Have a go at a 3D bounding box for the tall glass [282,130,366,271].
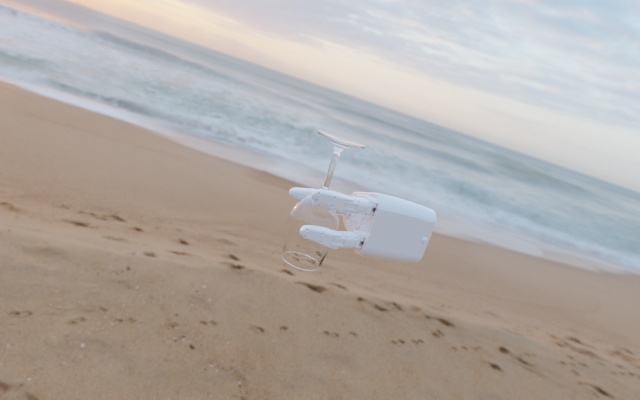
[{"bbox_3d":[0.000,0.002,0.714,0.079,0.201,0.079,18,13,-4],"label":"tall glass"}]
